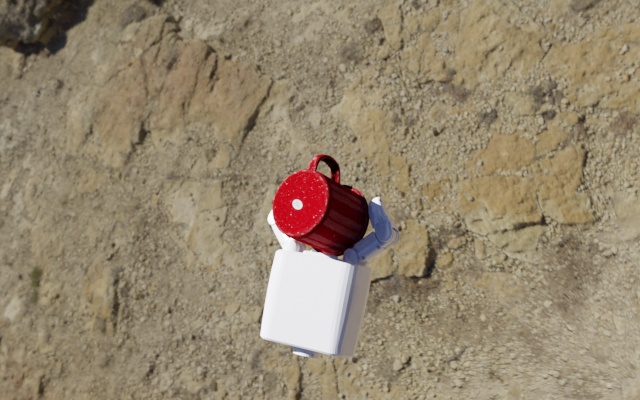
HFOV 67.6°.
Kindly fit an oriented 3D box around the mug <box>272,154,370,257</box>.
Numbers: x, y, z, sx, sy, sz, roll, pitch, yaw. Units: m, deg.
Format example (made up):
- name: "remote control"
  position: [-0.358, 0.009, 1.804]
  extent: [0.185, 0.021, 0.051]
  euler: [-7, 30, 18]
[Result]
- name: "mug"
  position: [0.000, 0.000, 0.563]
  extent: [0.093, 0.117, 0.081]
  euler: [1, -16, 36]
